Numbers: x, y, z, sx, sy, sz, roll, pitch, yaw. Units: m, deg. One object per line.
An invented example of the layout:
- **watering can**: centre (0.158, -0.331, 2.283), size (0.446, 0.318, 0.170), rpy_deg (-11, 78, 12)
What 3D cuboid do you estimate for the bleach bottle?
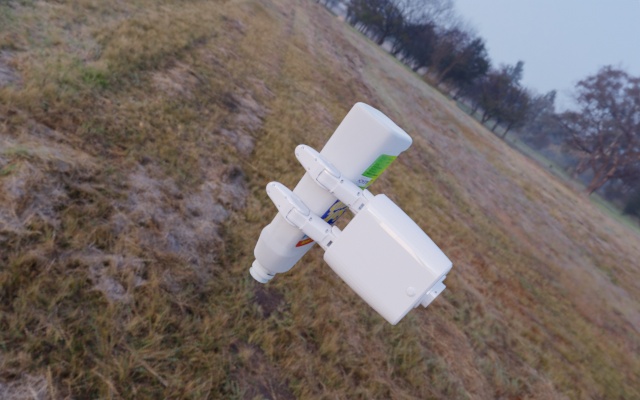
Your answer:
- **bleach bottle**: centre (0.000, 0.002, 0.582), size (0.068, 0.251, 0.102), rpy_deg (44, 18, 17)
